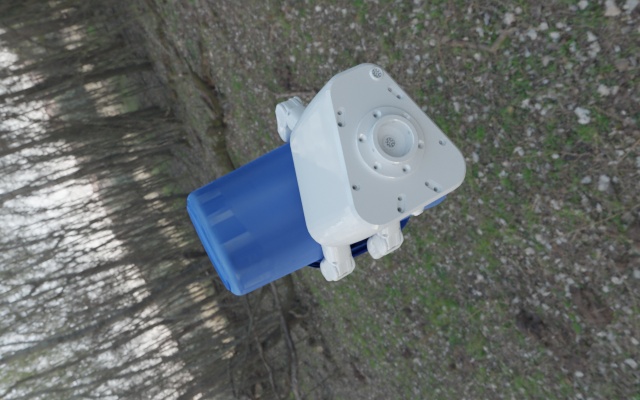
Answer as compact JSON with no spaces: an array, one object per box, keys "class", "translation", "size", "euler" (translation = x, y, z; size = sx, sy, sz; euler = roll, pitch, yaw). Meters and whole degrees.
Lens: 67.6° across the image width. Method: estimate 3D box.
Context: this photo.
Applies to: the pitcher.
[{"class":"pitcher","translation":[0.000,0.002,0.488],"size":[0.243,0.149,0.145],"euler":[-26,-2,-17]}]
